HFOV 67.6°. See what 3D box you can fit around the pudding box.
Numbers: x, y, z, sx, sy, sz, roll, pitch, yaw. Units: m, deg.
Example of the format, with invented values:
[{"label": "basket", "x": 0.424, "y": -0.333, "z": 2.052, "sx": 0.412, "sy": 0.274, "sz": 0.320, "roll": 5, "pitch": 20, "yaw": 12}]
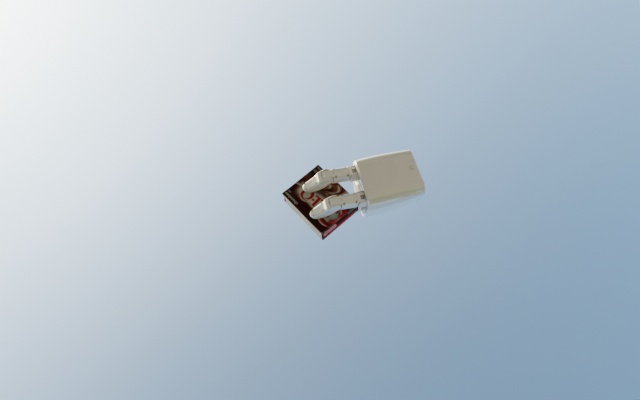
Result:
[{"label": "pudding box", "x": 0.000, "y": 0.003, "z": 0.871, "sx": 0.090, "sy": 0.113, "sz": 0.039, "roll": -39, "pitch": -25, "yaw": -16}]
